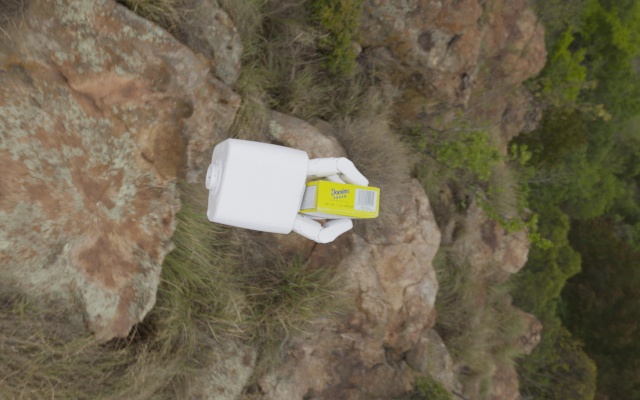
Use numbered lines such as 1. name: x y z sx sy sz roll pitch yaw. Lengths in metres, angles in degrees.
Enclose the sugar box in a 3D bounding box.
1. sugar box: 0.000 0.002 0.689 0.093 0.048 0.176 8 -4 -25
